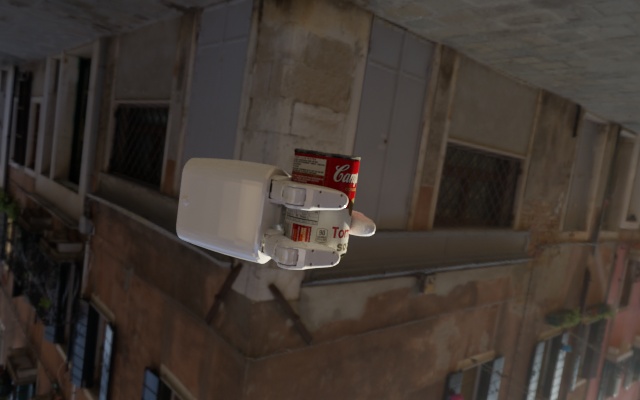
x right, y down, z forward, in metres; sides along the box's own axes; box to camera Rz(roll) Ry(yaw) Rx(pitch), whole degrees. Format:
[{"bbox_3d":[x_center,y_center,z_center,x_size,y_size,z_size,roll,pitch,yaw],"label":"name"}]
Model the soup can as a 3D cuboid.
[{"bbox_3d":[0.001,0.002,0.487,0.068,0.102,0.068,8,5,-1],"label":"soup can"}]
